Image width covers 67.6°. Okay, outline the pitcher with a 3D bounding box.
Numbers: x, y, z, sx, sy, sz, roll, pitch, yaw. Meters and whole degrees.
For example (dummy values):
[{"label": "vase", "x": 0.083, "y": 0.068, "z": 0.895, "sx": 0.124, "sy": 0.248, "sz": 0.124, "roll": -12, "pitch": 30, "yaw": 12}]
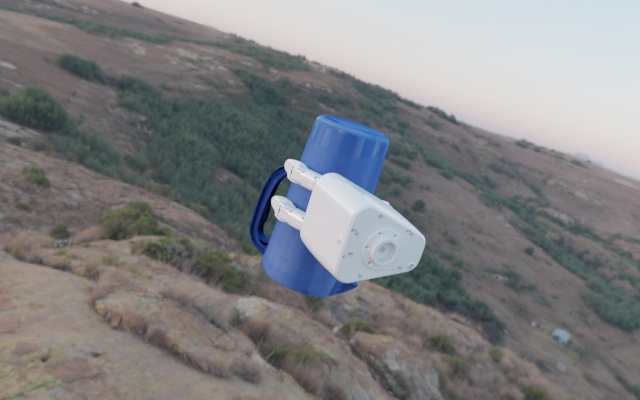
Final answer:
[{"label": "pitcher", "x": 0.000, "y": 0.002, "z": 0.695, "sx": 0.149, "sy": 0.243, "sz": 0.145, "roll": 12, "pitch": 15, "yaw": -24}]
